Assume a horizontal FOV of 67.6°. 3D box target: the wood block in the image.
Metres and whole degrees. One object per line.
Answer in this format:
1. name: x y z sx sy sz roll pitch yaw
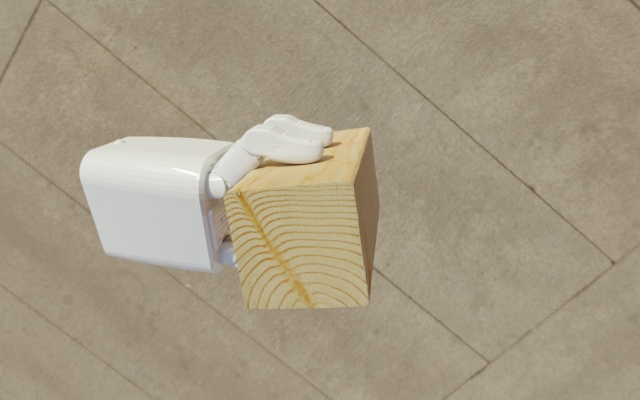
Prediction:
1. wood block: 0.000 0.002 0.414 0.090 0.091 0.206 -5 18 11
